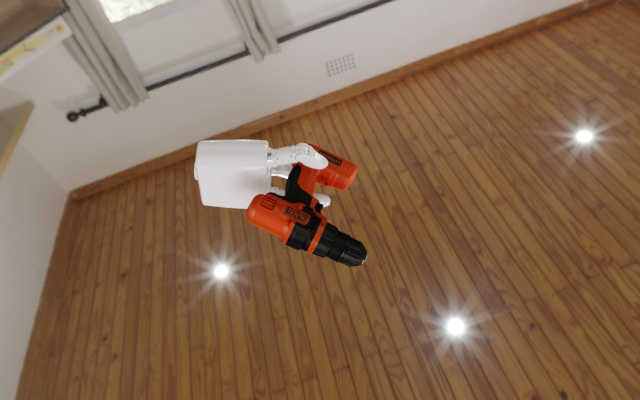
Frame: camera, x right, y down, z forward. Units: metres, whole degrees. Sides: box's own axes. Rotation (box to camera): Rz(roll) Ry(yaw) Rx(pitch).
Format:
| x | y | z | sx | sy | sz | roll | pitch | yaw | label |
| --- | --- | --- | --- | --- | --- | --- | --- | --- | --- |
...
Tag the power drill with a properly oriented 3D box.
| x | y | z | sx | sy | sz | roll | pitch | yaw | label |
| --- | --- | --- | --- | --- | --- | --- | --- | --- | --- |
| 0.000 | 0.002 | 0.732 | 0.184 | 0.057 | 0.187 | 26 | 41 | -3 | power drill |
